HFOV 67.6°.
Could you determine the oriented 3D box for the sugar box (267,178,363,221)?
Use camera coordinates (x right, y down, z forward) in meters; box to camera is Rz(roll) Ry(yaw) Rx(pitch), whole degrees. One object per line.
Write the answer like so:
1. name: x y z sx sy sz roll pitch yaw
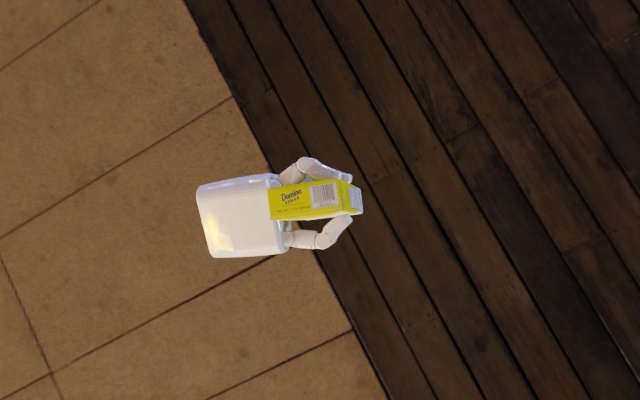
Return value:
1. sugar box: 0.000 0.002 0.651 0.093 0.048 0.176 -7 -2 12
